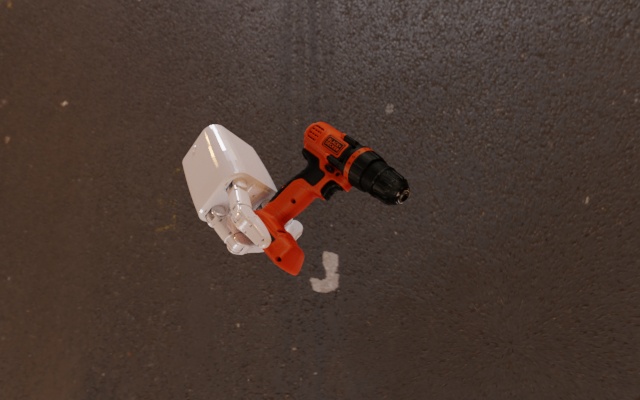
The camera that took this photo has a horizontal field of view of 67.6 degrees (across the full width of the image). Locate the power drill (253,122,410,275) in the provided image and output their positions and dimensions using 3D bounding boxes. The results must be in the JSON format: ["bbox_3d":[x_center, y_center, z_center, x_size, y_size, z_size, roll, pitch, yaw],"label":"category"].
[{"bbox_3d":[0.000,0.002,0.616,0.184,0.187,0.057,40,-3,41],"label":"power drill"}]
